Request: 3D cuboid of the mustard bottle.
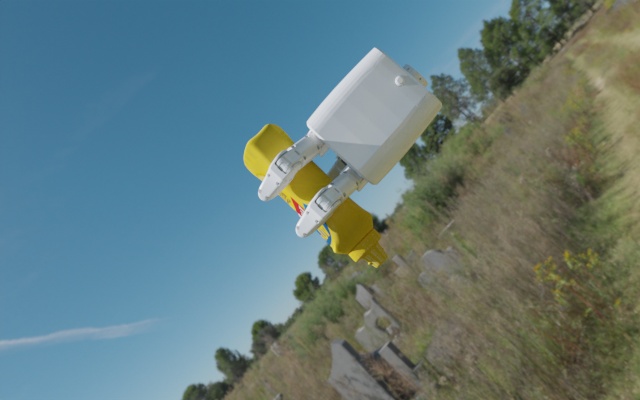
[{"bbox_3d":[0.000,0.002,0.534,0.191,0.058,0.096,43,-12,8],"label":"mustard bottle"}]
